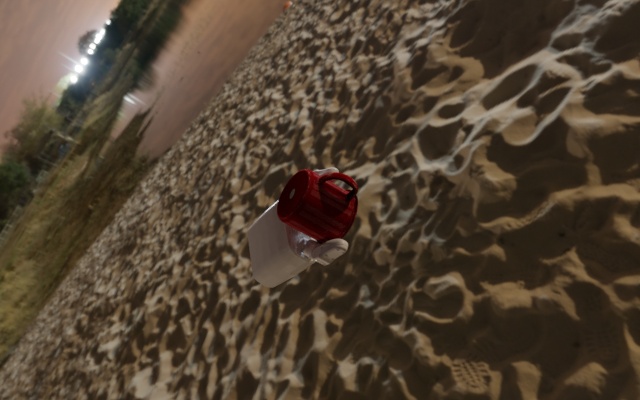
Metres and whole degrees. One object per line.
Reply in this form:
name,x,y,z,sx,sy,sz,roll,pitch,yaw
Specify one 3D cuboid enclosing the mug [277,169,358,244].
mug,0.001,0.001,0.664,0.081,0.093,0.117,30,-49,-27
